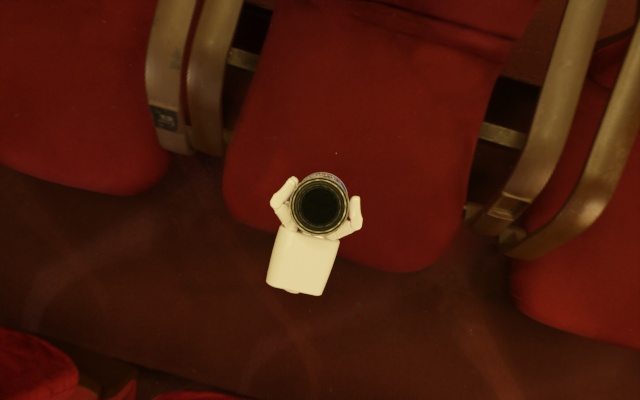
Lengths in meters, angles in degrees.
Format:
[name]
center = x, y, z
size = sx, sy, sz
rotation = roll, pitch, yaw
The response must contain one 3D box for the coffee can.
[coffee can]
center = 0.000, 0.003, 0.870
size = 0.103, 0.103, 0.140
rotation = 0, 6, 2
